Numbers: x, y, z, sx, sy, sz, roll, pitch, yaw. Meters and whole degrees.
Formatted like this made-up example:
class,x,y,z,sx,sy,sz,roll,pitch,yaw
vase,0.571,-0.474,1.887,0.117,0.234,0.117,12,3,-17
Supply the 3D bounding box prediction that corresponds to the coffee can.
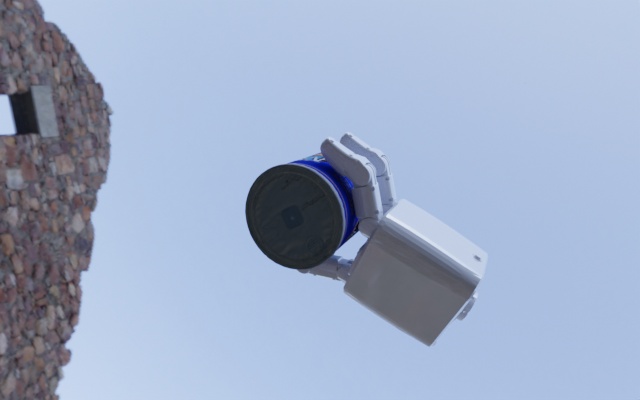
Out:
class,x,y,z,sx,sy,sz,roll,pitch,yaw
coffee can,0.000,0.002,0.508,0.103,0.103,0.140,0,13,23
